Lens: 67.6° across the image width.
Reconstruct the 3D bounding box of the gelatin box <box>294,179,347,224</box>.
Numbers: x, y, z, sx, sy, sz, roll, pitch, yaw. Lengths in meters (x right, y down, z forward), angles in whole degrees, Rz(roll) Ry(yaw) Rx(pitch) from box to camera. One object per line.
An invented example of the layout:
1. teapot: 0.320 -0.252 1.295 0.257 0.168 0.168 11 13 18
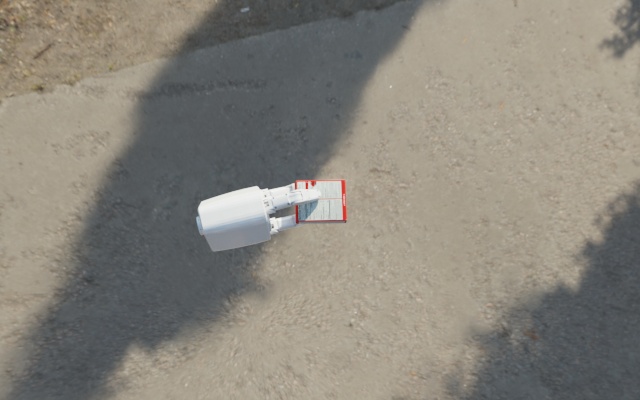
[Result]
1. gelatin box: 0.000 0.003 0.828 0.089 0.073 0.030 -2 -13 -3
